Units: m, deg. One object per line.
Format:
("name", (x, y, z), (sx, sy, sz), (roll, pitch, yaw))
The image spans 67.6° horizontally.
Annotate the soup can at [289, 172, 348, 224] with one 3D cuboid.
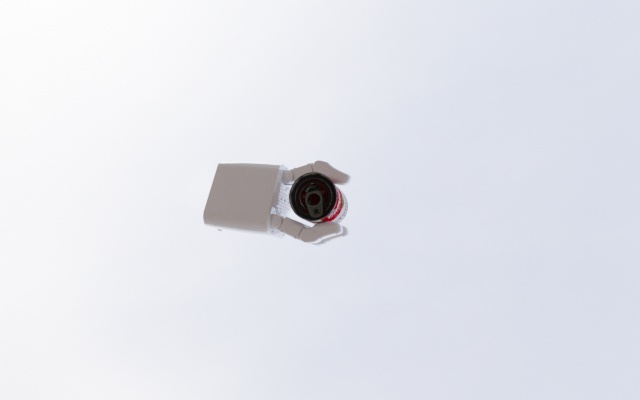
("soup can", (0.001, 0.002, 0.697), (0.068, 0.068, 0.102), (0, -9, 13))
